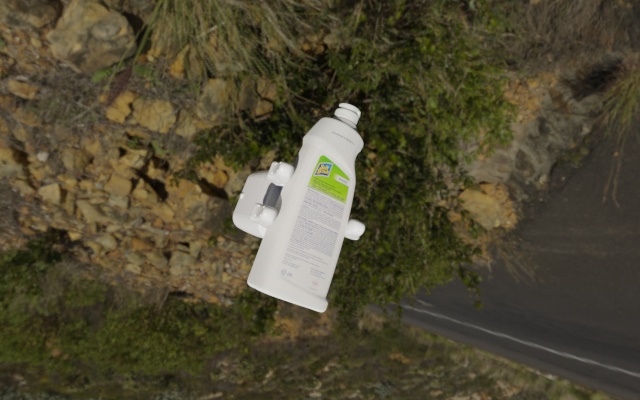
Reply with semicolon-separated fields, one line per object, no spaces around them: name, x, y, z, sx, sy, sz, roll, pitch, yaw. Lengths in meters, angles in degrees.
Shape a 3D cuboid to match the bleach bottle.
bleach bottle;0.000;0.002;0.593;0.102;0.251;0.068;26;-10;-31
